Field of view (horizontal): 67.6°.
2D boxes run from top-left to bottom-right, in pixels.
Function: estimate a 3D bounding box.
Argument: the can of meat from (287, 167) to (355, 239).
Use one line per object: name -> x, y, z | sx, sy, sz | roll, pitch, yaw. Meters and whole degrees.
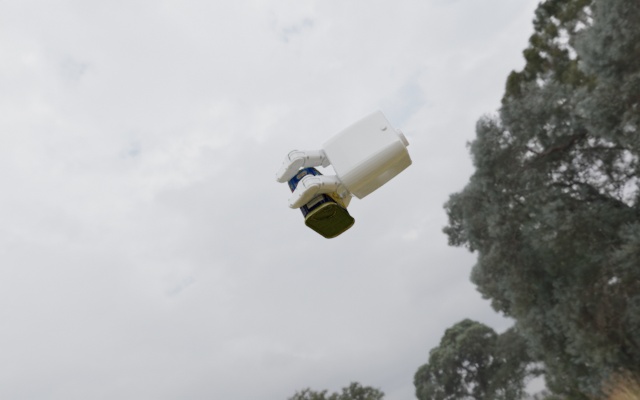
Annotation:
can of meat -> 0.000, 0.002, 0.753 | 0.057, 0.084, 0.102 | -35, -32, 12
